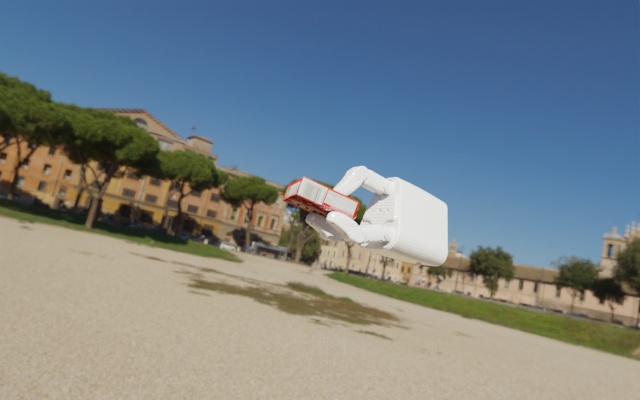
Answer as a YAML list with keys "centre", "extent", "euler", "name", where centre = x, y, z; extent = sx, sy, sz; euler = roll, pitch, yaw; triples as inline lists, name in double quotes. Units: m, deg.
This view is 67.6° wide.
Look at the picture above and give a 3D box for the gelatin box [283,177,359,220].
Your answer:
- centre: [0.000, 0.002, 0.664]
  extent: [0.089, 0.030, 0.073]
  euler: [24, -13, -15]
  name: "gelatin box"
